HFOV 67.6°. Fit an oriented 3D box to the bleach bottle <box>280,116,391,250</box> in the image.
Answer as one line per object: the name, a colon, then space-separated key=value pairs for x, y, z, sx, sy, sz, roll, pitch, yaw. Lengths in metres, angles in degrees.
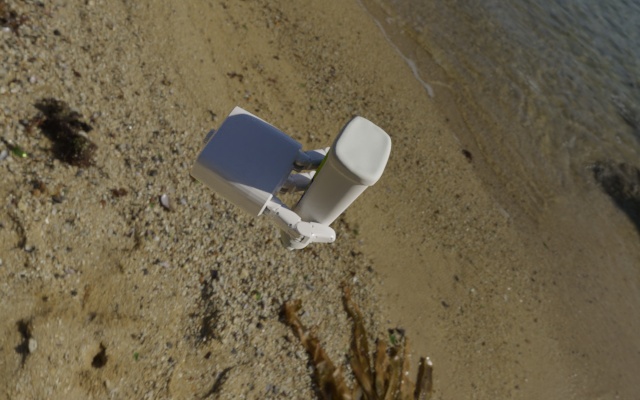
bleach bottle: x=0.000 y=0.002 z=0.655 sx=0.068 sy=0.102 sz=0.251 roll=33 pitch=-44 yaw=-5
